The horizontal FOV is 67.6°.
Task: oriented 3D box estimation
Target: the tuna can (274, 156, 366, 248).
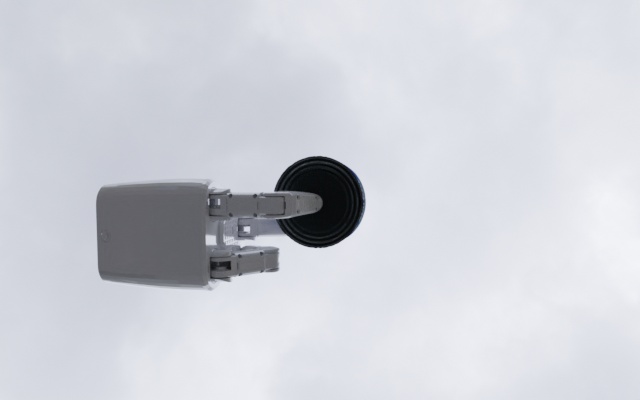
[{"bbox_3d":[0.000,0.001,0.456,0.086,0.086,0.034,0,0,13],"label":"tuna can"}]
